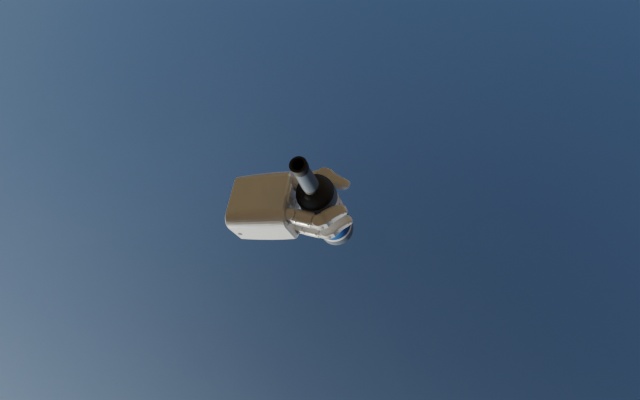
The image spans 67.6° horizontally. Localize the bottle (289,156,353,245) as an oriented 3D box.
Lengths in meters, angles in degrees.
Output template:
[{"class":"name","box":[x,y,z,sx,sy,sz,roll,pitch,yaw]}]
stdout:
[{"class":"bottle","box":[0.000,0.003,0.819,0.069,0.069,0.296,0,-22,14]}]
